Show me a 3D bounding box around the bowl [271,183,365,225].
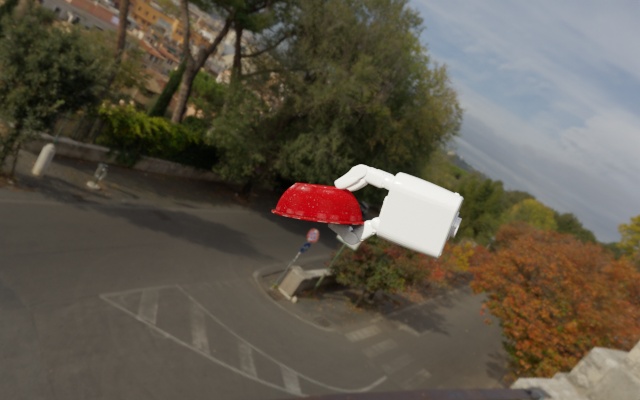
[{"bbox_3d":[-0.001,0.002,0.809,0.162,0.055,0.162,7,3,0],"label":"bowl"}]
